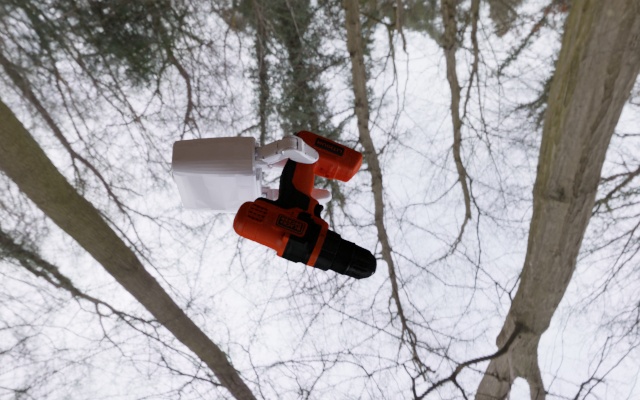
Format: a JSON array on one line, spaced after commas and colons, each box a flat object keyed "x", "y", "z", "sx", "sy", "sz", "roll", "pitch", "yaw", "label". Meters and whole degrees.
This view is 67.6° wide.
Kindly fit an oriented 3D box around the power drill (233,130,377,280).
[{"x": 0.000, "y": 0.002, "z": 0.627, "sx": 0.184, "sy": 0.187, "sz": 0.057, "roll": 23, "pitch": -41, "yaw": -4, "label": "power drill"}]
